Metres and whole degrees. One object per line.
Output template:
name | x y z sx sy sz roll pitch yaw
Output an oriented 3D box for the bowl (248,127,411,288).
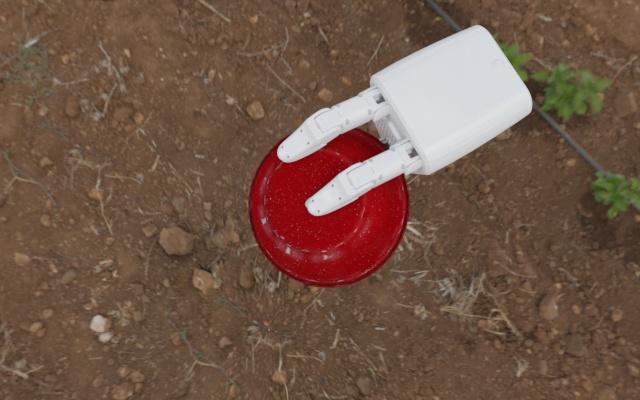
bowl | -0.001 0.002 0.442 0.162 0.162 0.055 0 -5 13
